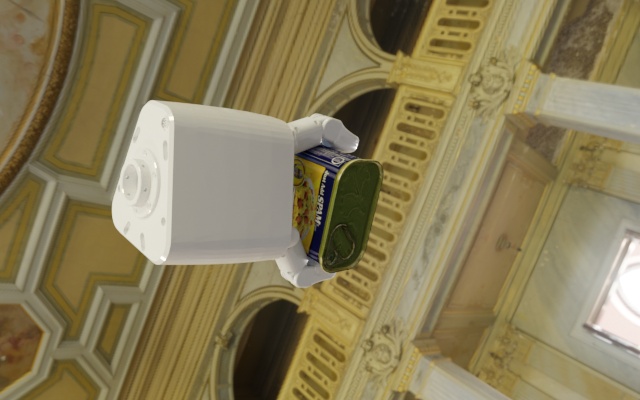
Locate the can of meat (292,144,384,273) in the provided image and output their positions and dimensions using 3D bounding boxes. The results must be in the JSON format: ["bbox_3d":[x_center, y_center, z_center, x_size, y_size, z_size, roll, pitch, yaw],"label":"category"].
[{"bbox_3d":[0.000,0.001,0.433,0.057,0.102,0.084,-4,22,-45],"label":"can of meat"}]
